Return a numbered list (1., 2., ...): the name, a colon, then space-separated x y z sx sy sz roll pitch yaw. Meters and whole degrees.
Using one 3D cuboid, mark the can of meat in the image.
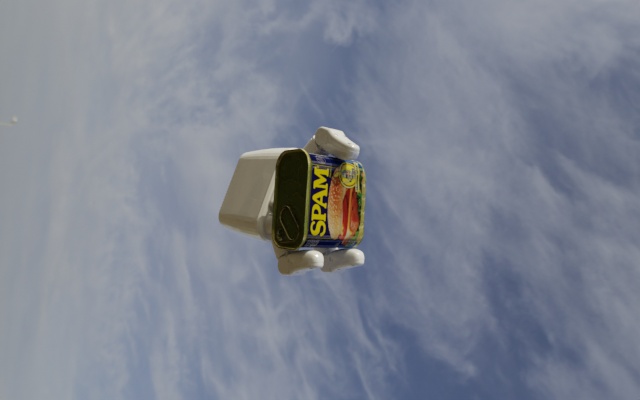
1. can of meat: 0.000 0.002 0.507 0.084 0.102 0.057 5 -3 -39
